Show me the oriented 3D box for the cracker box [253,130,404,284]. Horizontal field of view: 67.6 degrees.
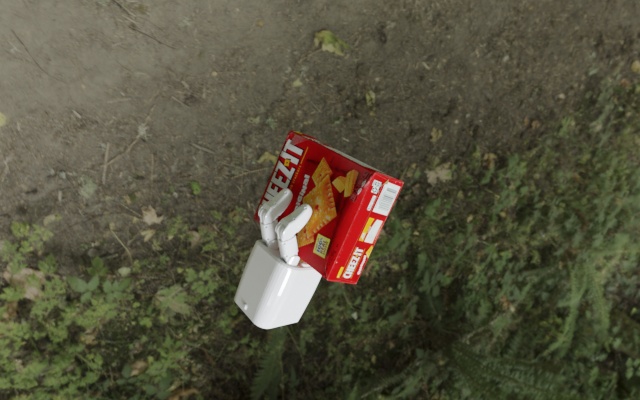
[{"bbox_3d":[0.000,0.002,0.727,0.072,0.164,0.213,16,12,-43],"label":"cracker box"}]
